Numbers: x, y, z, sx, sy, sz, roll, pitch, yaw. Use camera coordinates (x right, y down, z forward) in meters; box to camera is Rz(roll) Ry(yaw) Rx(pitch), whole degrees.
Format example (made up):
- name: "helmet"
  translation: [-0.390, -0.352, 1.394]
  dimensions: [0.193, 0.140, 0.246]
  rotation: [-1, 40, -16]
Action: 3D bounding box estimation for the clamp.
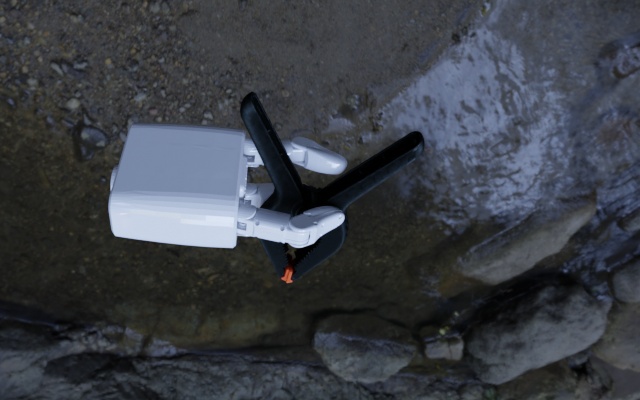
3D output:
- name: "clamp"
  translation: [0.000, 0.002, 0.466]
  dimensions: [0.164, 0.210, 0.036]
  rotation: [7, 38, -6]
